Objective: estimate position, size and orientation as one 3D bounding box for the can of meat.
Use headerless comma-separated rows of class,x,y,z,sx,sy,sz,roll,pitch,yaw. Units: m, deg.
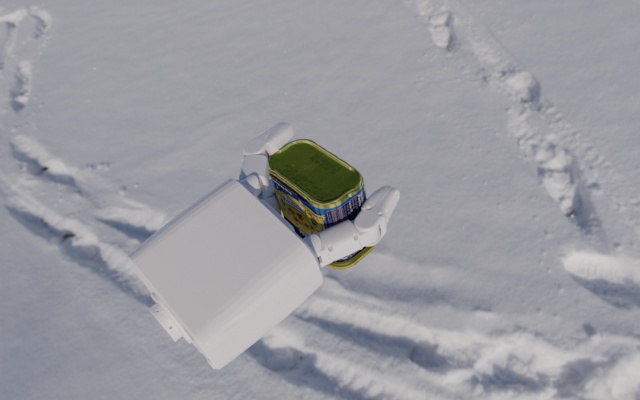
can of meat,0.000,0.001,0.443,0.057,0.084,0.102,-36,48,-21
